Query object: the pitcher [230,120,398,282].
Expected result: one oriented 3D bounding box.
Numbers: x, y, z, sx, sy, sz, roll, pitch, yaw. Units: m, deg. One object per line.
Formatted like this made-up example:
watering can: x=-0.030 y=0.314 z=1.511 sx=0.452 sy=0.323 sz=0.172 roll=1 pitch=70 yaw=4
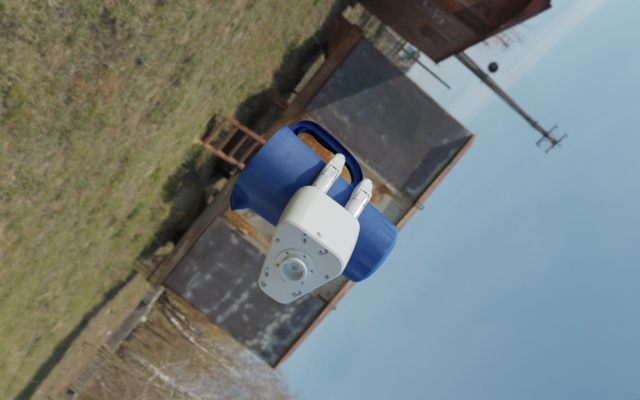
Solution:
pitcher: x=0.000 y=0.002 z=0.722 sx=0.243 sy=0.149 sz=0.145 roll=39 pitch=25 yaw=-5
